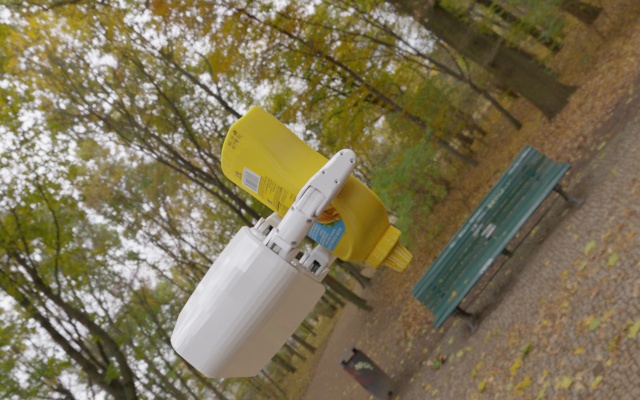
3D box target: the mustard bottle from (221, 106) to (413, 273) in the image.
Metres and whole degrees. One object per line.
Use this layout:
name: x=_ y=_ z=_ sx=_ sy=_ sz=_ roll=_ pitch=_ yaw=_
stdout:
mustard bottle: x=0.000 y=0.001 z=0.433 sx=0.191 sy=0.058 sz=0.096 roll=37 pitch=-29 yaw=7
